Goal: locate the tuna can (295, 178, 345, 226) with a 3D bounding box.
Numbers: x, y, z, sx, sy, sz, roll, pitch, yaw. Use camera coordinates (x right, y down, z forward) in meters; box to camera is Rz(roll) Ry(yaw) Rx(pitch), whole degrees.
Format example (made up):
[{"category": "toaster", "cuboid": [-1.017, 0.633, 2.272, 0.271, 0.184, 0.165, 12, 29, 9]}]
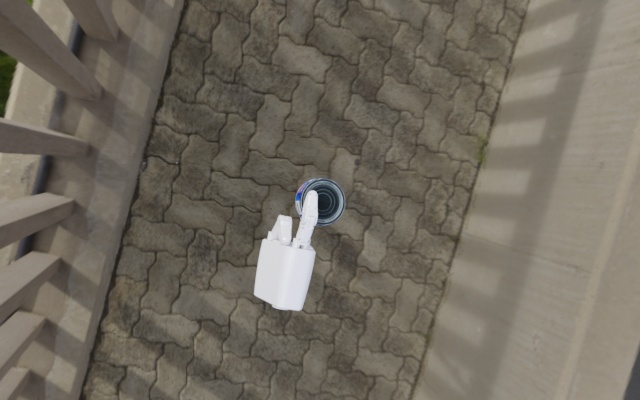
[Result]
[{"category": "tuna can", "cuboid": [0.000, 0.003, 0.848, 0.086, 0.086, 0.034, 0, -1, -18]}]
